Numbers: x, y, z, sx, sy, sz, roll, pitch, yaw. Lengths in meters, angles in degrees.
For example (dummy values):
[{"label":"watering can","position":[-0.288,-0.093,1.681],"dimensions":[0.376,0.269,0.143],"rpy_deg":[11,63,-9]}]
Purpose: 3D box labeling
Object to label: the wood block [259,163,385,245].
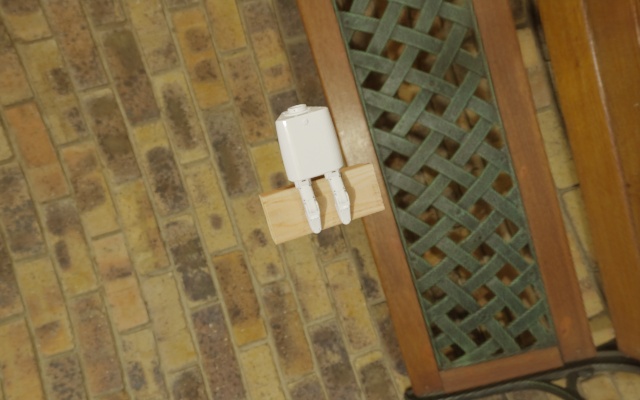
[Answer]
[{"label":"wood block","position":[0.000,0.003,0.881],"dimensions":[0.206,0.090,0.091],"rpy_deg":[-17,7,-9]}]
